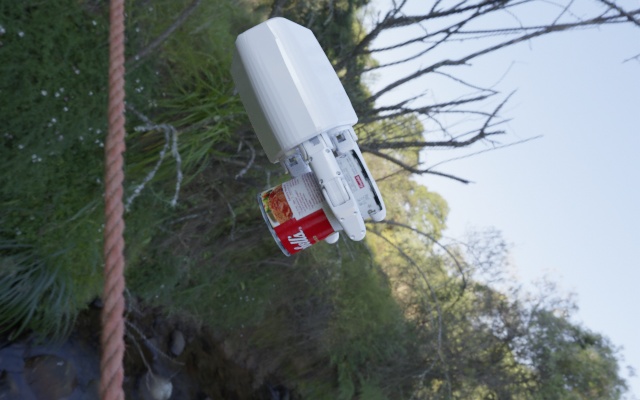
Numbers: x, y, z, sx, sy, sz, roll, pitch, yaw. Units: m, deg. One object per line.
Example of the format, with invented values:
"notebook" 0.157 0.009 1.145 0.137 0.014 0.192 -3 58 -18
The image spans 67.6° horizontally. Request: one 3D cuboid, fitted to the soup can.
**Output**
"soup can" 0.001 0.002 0.460 0.102 0.068 0.068 -26 -2 3
